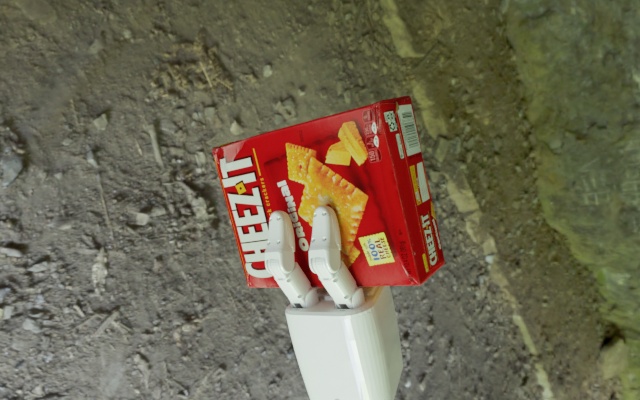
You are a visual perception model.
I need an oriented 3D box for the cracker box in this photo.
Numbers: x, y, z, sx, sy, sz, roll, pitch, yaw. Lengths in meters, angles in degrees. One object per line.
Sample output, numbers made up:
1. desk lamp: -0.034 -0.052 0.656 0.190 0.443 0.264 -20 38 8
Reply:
1. cracker box: 0.000 0.002 0.483 0.214 0.164 0.072 -8 8 36
